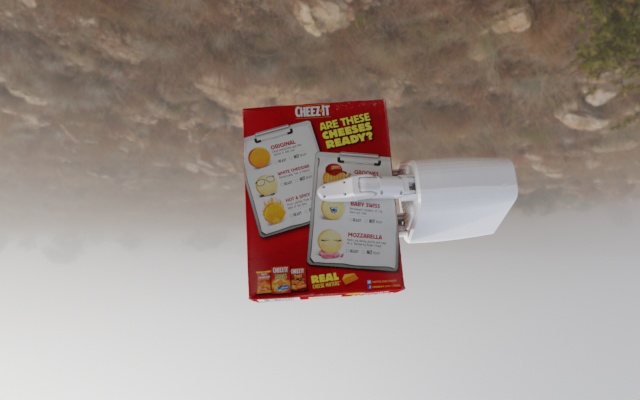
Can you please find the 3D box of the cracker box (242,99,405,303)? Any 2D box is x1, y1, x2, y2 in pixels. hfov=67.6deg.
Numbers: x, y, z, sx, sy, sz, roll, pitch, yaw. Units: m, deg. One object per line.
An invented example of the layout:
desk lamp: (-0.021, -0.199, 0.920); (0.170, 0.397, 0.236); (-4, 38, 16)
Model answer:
cracker box: (0.000, 0.002, 0.541); (0.164, 0.213, 0.072); (-4, -13, -1)
